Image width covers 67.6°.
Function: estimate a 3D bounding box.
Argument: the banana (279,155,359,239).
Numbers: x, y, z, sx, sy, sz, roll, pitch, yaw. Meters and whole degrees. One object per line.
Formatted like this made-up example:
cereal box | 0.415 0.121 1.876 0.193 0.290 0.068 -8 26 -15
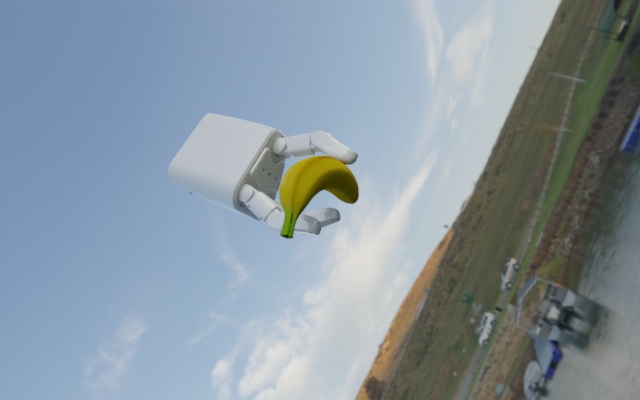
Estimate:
banana | 0.001 -0.016 0.519 0.037 0.070 0.198 14 15 22
